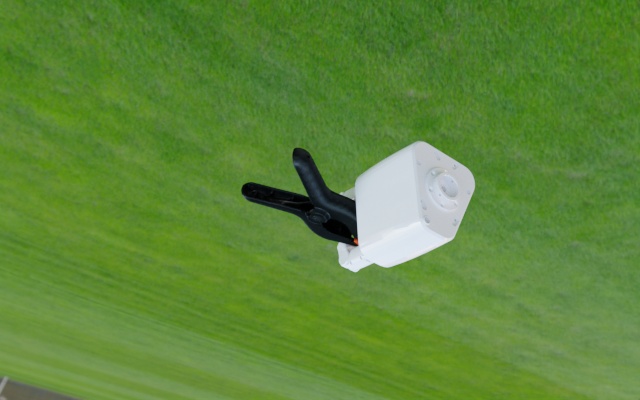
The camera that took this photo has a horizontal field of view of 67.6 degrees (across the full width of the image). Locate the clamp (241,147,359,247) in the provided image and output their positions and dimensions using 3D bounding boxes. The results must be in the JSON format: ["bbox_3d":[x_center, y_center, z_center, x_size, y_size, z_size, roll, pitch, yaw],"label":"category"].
[{"bbox_3d":[0.000,0.003,0.578,0.171,0.039,0.120,27,-32,-20],"label":"clamp"}]
